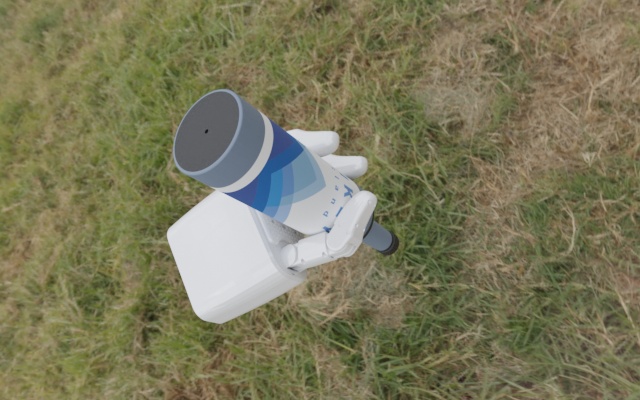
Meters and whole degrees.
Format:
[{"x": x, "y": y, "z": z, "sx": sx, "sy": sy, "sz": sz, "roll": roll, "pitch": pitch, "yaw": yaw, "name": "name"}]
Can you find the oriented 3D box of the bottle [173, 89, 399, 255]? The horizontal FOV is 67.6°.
[{"x": 0.000, "y": 0.001, "z": 0.444, "sx": 0.069, "sy": 0.069, "sz": 0.296, "roll": 0, "pitch": -20, "yaw": 35, "name": "bottle"}]
